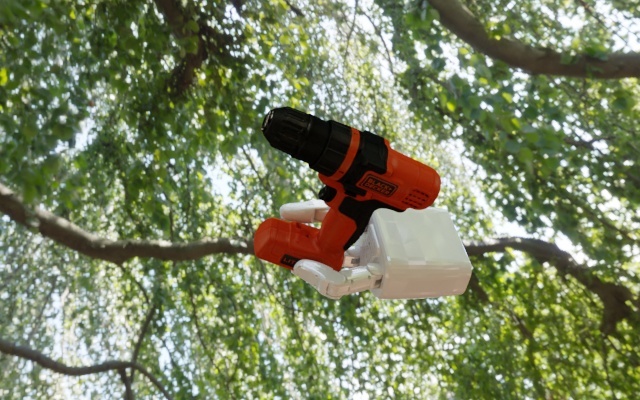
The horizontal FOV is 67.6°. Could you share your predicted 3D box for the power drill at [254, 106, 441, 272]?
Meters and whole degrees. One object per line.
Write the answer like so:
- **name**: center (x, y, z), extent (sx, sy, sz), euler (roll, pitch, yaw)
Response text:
- **power drill**: center (0.000, 0.002, 0.491), extent (0.184, 0.057, 0.188), euler (22, -45, -18)
